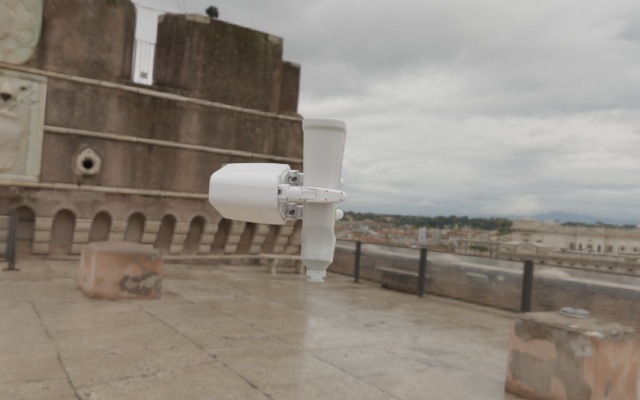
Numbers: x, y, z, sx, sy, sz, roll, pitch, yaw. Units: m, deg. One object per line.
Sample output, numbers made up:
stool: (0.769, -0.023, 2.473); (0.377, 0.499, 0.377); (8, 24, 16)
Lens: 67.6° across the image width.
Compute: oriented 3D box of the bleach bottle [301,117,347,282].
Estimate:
bleach bottle: (0.000, 0.002, 0.752); (0.068, 0.251, 0.102); (4, -1, 5)
